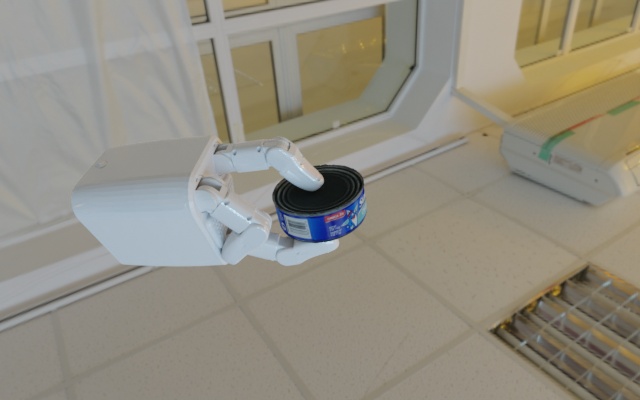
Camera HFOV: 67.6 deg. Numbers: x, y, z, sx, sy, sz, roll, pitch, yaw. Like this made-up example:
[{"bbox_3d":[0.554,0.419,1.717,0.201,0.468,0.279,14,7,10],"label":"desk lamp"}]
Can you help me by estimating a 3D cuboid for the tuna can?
[{"bbox_3d":[0.000,0.002,0.447,0.086,0.034,0.086,-8,32,5],"label":"tuna can"}]
